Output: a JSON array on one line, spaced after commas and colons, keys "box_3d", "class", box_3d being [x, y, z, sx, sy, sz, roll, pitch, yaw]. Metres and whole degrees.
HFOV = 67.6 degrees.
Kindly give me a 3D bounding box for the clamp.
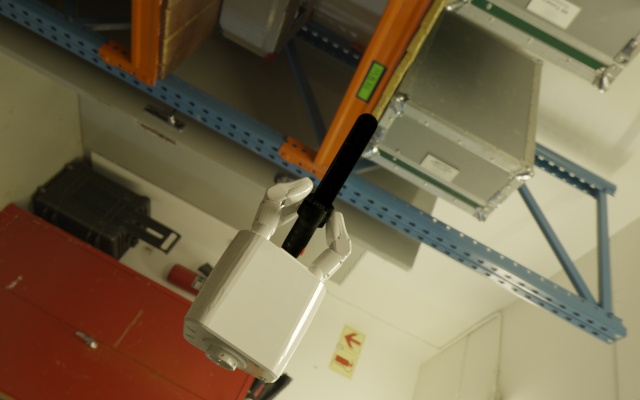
[{"box_3d": [0.001, 0.003, 0.560, 0.036, 0.164, 0.210, 32, -33, 2], "class": "clamp"}]
